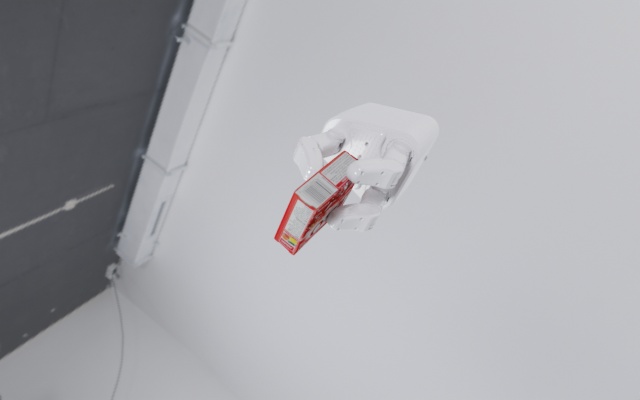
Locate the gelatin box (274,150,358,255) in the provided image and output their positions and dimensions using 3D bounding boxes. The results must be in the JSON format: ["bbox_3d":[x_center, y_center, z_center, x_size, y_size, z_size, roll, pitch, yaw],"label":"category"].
[{"bbox_3d":[0.000,0.001,0.461,0.030,0.073,0.089,39,47,10],"label":"gelatin box"}]
